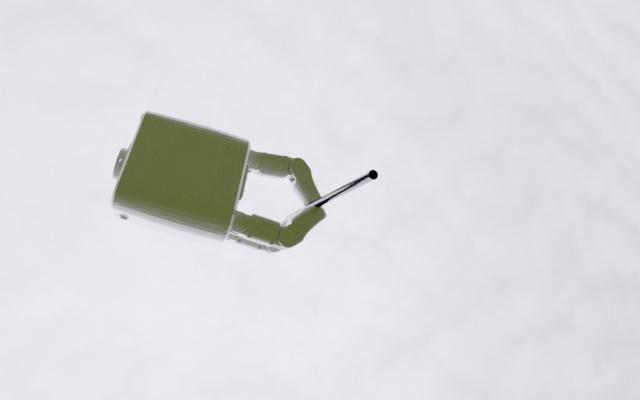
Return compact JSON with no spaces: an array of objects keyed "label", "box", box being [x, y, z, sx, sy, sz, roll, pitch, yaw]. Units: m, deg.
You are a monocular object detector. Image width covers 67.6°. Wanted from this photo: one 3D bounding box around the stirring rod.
[{"label":"stirring rod","box":[0.000,0.001,0.469,0.011,0.011,0.239,0,-10,-20]}]
